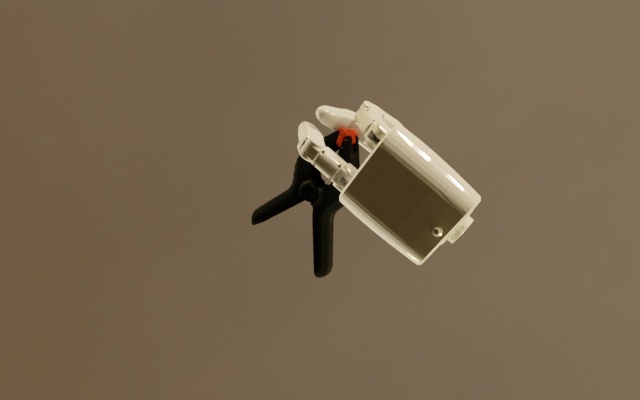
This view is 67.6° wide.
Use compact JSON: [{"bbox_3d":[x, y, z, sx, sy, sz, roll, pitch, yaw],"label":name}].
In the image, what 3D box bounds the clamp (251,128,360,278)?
[{"bbox_3d":[0.000,0.001,0.544,0.120,0.171,0.039,42,27,11],"label":"clamp"}]
